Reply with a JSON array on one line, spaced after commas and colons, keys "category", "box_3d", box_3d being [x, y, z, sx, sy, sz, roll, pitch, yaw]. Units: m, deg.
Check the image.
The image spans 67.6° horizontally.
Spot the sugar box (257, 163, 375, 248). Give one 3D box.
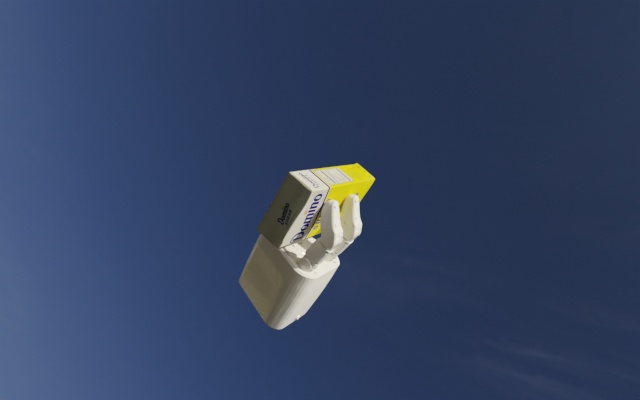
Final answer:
[{"category": "sugar box", "box_3d": [0.000, 0.003, 0.641, 0.048, 0.093, 0.176, 40, 26, 18]}]
